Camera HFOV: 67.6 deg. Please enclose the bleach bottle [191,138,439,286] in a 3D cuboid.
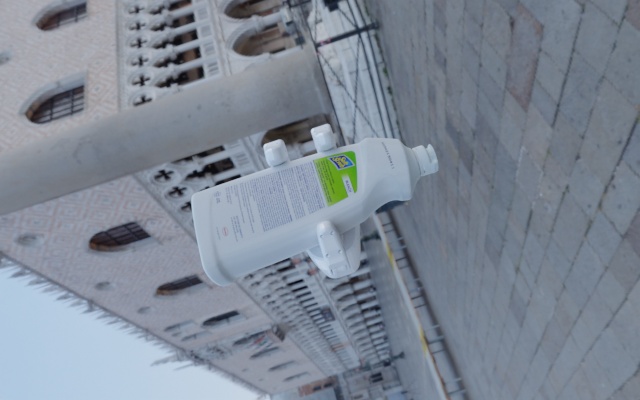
[{"bbox_3d":[0.000,0.002,0.492,0.251,0.102,0.068,-18,-24,1],"label":"bleach bottle"}]
